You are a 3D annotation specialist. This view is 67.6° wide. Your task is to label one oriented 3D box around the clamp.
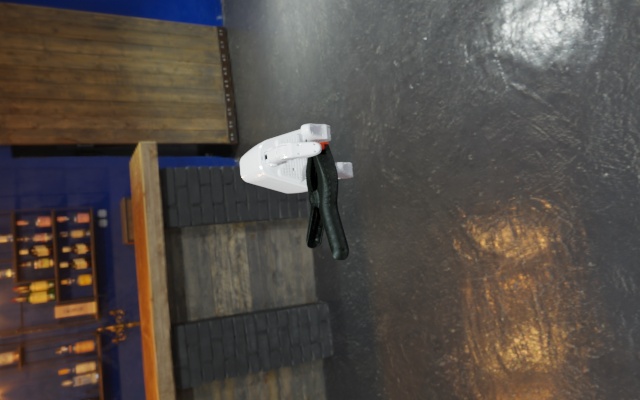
[{"bbox_3d":[0.000,0.002,0.710,0.039,0.171,0.120,-4,-4,-28],"label":"clamp"}]
